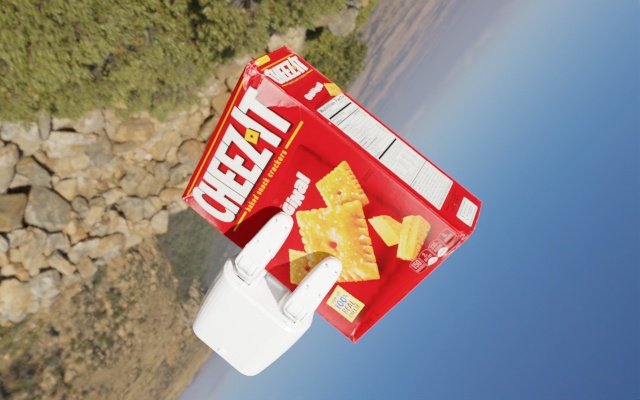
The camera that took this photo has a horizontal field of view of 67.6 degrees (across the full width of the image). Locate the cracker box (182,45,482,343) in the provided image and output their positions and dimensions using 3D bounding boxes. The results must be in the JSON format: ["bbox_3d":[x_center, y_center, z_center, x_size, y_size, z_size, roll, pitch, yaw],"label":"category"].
[{"bbox_3d":[0.000,0.001,0.418,0.213,0.164,0.072,39,36,2],"label":"cracker box"}]
